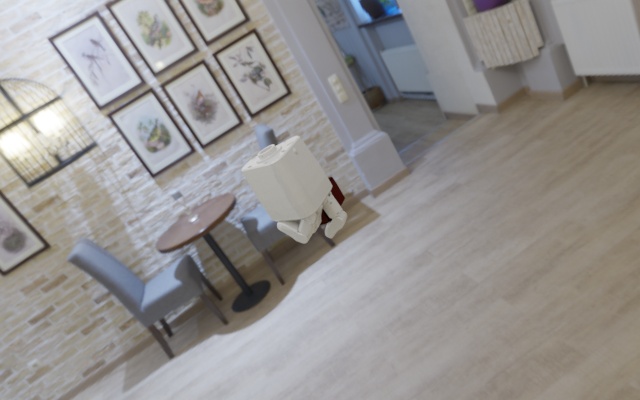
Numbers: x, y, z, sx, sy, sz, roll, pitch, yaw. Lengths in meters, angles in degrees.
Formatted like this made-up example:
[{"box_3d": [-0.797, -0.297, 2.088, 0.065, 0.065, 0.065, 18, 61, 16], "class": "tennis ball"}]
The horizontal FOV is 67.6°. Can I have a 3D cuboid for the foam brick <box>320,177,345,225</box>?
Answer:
[{"box_3d": [0.000, 0.003, 0.856, 0.053, 0.051, 0.078, -18, 24, 34], "class": "foam brick"}]
